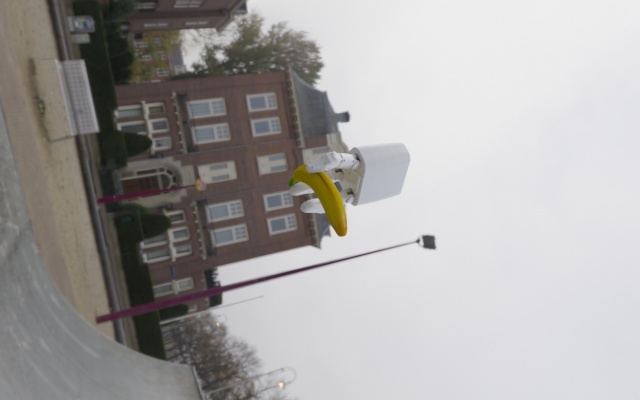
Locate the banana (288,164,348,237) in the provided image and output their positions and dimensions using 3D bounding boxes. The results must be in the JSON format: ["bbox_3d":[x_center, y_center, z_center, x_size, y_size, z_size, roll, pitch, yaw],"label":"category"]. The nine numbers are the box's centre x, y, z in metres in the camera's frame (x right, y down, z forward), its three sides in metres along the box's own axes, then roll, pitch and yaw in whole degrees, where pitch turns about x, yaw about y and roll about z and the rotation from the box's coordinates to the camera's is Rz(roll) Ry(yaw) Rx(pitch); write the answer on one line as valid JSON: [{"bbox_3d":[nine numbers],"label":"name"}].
[{"bbox_3d":[0.000,-0.015,0.839,0.037,0.070,0.197,-11,35,-26],"label":"banana"}]
